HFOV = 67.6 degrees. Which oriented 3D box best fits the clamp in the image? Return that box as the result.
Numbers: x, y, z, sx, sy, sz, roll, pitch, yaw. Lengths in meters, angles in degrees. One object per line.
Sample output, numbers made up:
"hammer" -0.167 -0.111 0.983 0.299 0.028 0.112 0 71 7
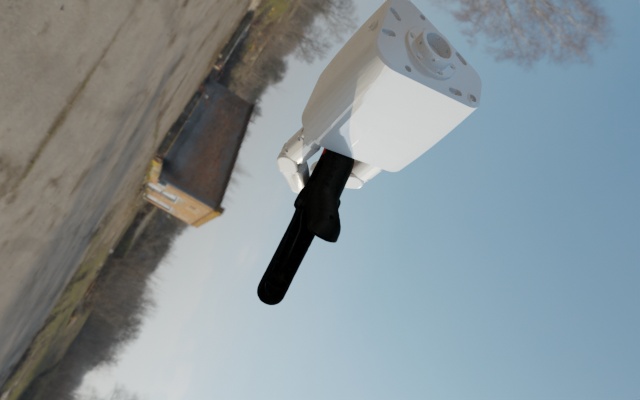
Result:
"clamp" 0.001 0.002 0.420 0.039 0.171 0.120 32 -38 -15
